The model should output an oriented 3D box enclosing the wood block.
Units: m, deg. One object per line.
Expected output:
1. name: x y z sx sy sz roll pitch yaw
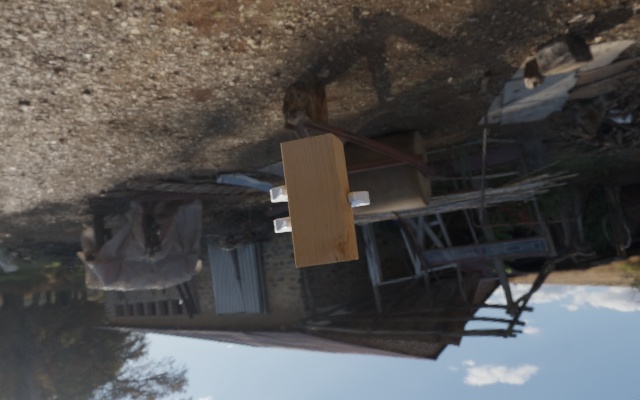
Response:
1. wood block: 0.001 0.003 0.803 0.091 0.206 0.090 -10 -7 14
